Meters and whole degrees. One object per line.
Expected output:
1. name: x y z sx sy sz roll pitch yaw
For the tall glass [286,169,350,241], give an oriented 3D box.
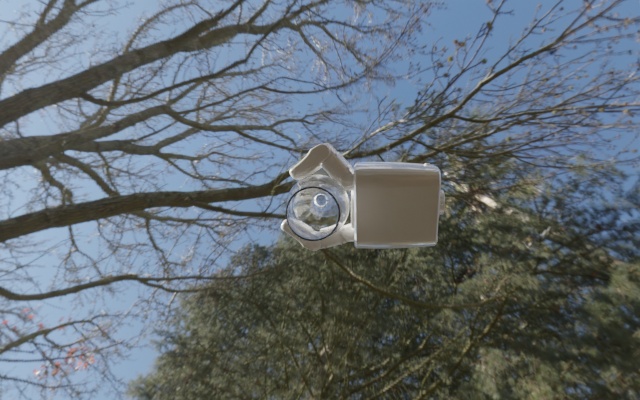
1. tall glass: 0.000 0.002 0.628 0.079 0.079 0.201 0 8 5
